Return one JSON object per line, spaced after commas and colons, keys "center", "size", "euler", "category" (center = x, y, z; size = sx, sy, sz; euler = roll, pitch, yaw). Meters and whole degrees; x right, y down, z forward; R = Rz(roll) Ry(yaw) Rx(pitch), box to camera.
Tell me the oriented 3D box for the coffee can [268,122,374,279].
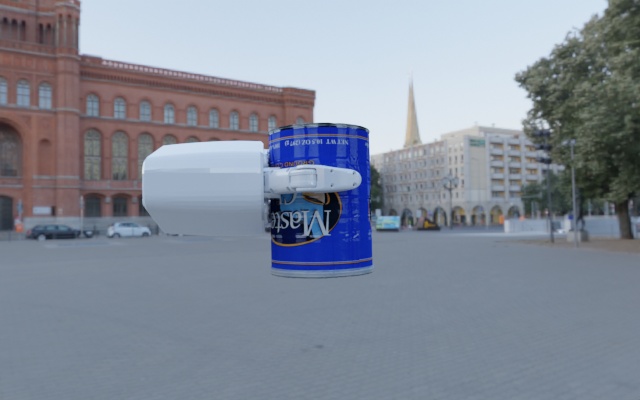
{"center": [0.000, 0.002, 0.477], "size": [0.103, 0.140, 0.103], "euler": [-1, -2, 0], "category": "coffee can"}
